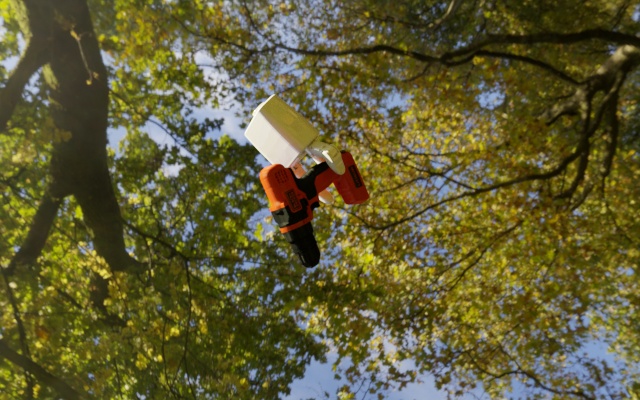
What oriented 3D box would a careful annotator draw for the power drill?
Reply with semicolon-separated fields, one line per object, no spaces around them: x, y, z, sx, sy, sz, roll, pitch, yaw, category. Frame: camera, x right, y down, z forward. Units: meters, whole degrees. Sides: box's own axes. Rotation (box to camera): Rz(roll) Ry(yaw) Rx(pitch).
0.000;0.002;0.834;0.187;0.184;0.057;-27;8;-39;power drill
